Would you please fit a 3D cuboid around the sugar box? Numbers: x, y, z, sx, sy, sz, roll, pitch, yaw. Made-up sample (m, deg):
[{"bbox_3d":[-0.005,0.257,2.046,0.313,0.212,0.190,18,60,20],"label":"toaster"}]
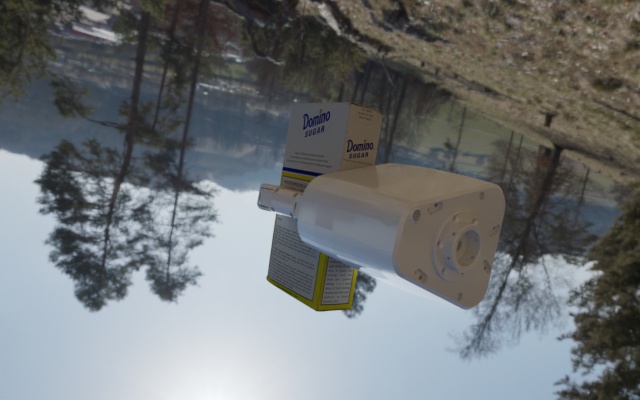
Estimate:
[{"bbox_3d":[0.001,0.002,0.437,0.048,0.176,0.093,9,4,-37],"label":"sugar box"}]
